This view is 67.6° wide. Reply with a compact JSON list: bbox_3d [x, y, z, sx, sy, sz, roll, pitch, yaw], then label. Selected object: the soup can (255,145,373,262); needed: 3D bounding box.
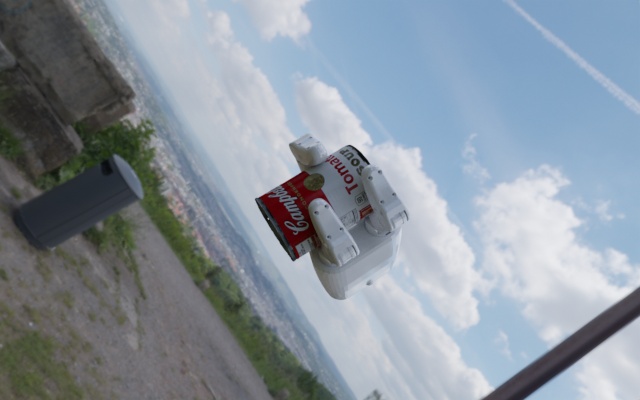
[{"bbox_3d":[0.000,0.001,0.443,0.102,0.068,0.068,-31,6,-10],"label":"soup can"}]
